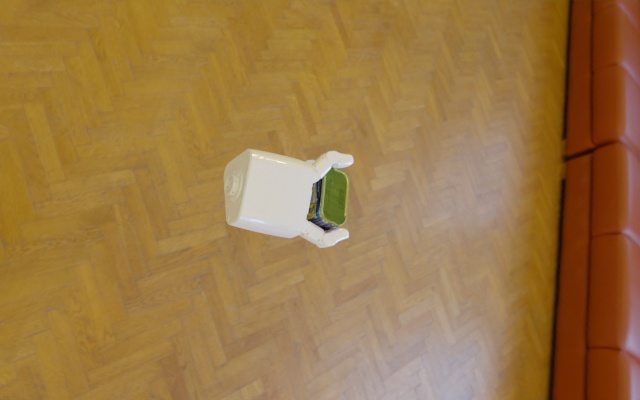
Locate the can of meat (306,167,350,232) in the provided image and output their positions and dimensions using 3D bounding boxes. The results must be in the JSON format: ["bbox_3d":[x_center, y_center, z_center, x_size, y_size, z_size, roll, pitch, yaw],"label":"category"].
[{"bbox_3d":[0.000,0.003,0.784,0.057,0.102,0.084,18,-25,-31],"label":"can of meat"}]
